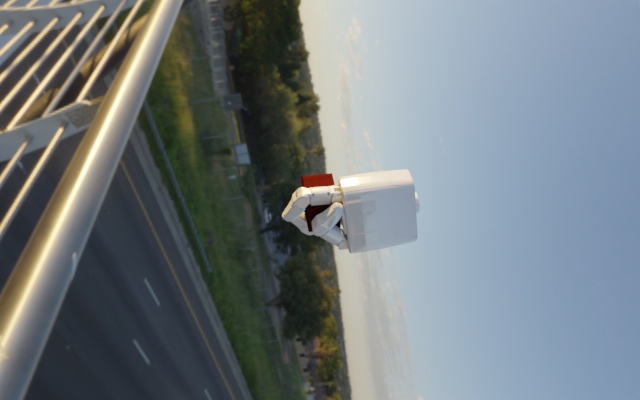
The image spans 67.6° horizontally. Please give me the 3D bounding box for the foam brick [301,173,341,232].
[{"bbox_3d":[0.000,0.002,0.745,0.051,0.053,0.078,-9,42,-1],"label":"foam brick"}]
